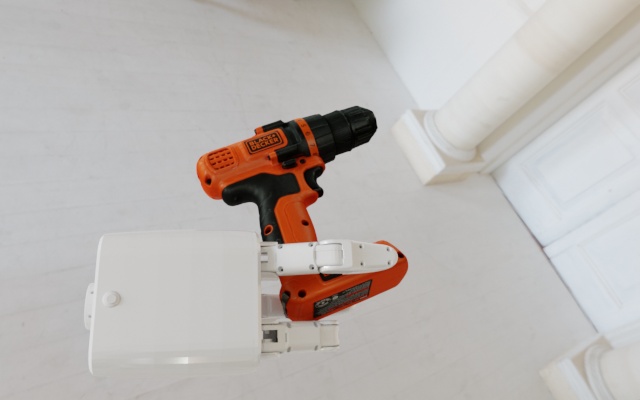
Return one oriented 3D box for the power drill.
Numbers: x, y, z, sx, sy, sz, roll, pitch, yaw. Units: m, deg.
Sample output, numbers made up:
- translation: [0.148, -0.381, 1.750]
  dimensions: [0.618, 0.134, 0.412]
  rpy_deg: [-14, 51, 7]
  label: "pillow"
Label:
- translation: [0.000, 0.002, 0.429]
  dimensions: [0.184, 0.187, 0.057]
  rpy_deg: [-22, -33, -12]
  label: "power drill"
